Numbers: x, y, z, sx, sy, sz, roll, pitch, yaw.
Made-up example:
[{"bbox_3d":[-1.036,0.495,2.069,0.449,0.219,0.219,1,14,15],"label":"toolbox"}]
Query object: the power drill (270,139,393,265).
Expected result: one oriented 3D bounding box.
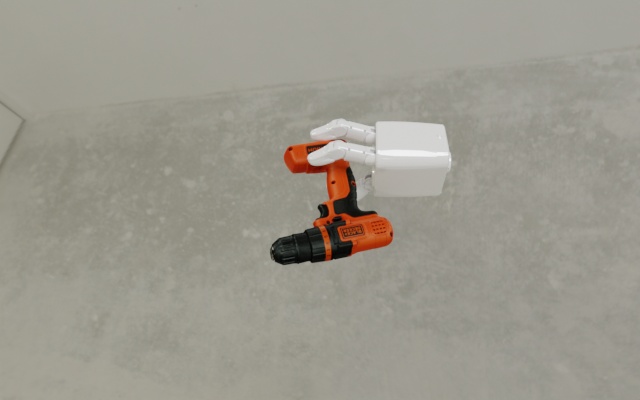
[{"bbox_3d":[0.000,0.002,0.725,0.184,0.187,0.057,-9,-25,-15],"label":"power drill"}]
